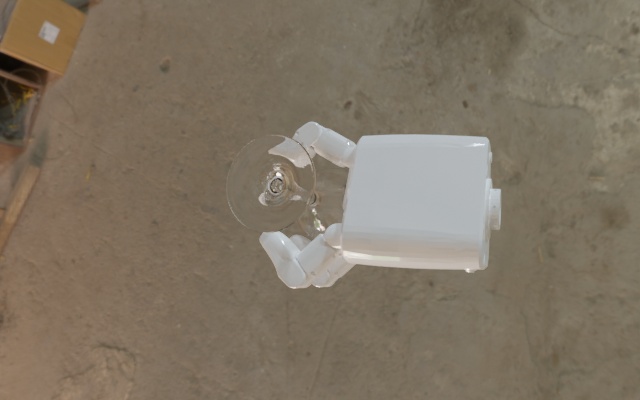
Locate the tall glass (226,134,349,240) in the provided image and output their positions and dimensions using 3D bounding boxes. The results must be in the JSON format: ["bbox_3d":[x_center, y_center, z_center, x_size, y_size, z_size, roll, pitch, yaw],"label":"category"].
[{"bbox_3d":[0.000,0.001,0.442,0.079,0.079,0.201,0,-8,22],"label":"tall glass"}]
